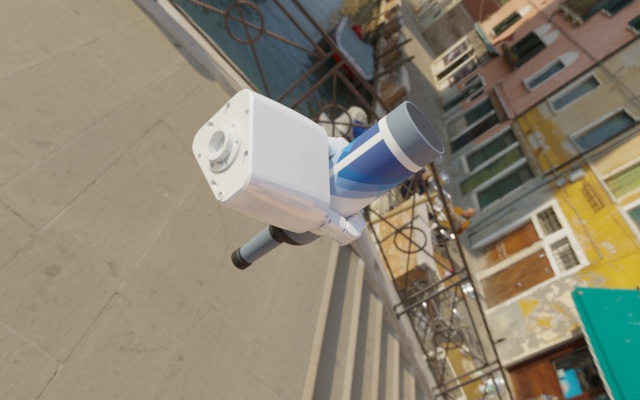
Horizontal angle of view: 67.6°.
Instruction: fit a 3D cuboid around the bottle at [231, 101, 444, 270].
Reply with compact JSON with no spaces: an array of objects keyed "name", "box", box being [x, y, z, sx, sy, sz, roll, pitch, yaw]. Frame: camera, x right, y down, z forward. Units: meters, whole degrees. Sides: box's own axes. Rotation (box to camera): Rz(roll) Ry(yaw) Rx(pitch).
[{"name":"bottle","box":[0.000,0.002,0.553,0.296,0.069,0.069,-36,-18,27]}]
